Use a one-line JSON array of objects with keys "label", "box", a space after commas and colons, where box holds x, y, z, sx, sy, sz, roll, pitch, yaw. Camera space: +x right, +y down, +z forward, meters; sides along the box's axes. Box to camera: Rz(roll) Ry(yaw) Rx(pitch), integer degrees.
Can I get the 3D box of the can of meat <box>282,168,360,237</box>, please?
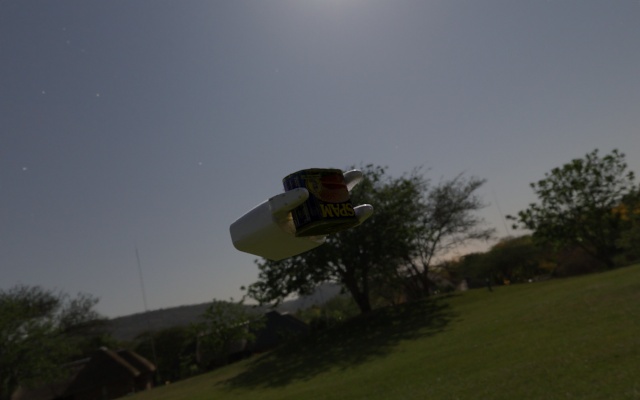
[{"label": "can of meat", "box": [0.000, 0.002, 0.680, 0.102, 0.084, 0.057, -1, -21, -47]}]
